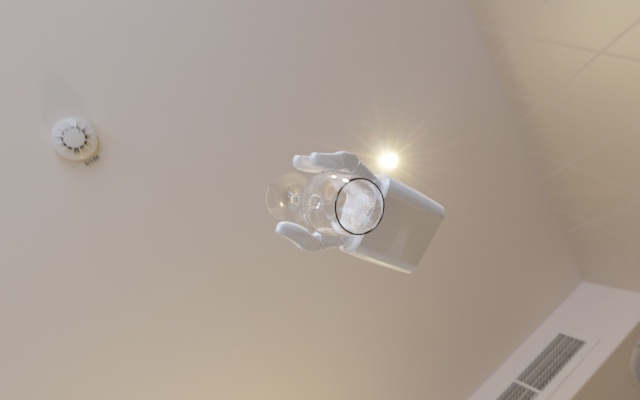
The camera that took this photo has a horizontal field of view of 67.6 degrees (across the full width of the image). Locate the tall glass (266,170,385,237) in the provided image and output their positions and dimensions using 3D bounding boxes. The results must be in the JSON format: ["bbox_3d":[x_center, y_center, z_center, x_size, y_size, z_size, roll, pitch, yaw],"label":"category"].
[{"bbox_3d":[0.000,0.002,0.596,0.079,0.079,0.201,0,3,-25],"label":"tall glass"}]
